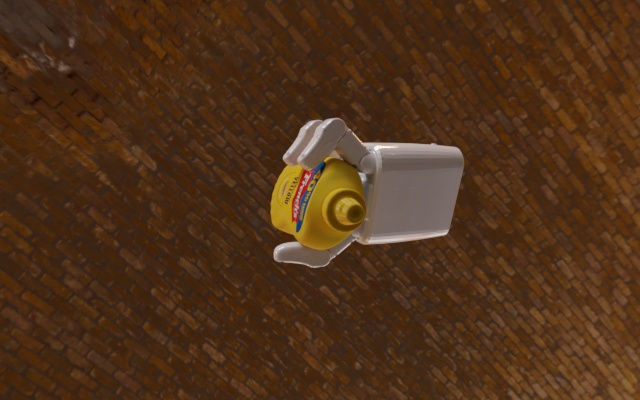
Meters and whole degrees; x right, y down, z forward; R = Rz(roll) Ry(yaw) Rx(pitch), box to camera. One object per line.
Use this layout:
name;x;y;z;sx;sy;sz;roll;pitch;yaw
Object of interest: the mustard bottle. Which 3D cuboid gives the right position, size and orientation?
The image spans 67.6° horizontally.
mustard bottle;0.000;0.002;0.509;0.058;0.096;0.191;24;-2;-21
